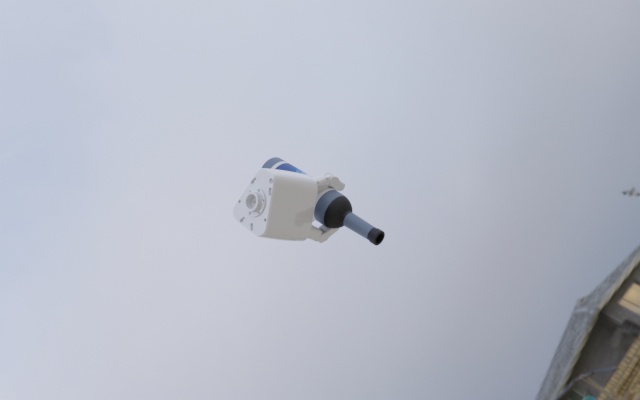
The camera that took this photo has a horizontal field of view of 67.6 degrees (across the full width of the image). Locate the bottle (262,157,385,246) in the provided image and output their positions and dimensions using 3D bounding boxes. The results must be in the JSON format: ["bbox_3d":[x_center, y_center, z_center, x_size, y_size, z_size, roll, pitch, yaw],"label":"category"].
[{"bbox_3d":[0.000,0.003,0.894,0.295,0.069,0.069,32,20,37],"label":"bottle"}]
